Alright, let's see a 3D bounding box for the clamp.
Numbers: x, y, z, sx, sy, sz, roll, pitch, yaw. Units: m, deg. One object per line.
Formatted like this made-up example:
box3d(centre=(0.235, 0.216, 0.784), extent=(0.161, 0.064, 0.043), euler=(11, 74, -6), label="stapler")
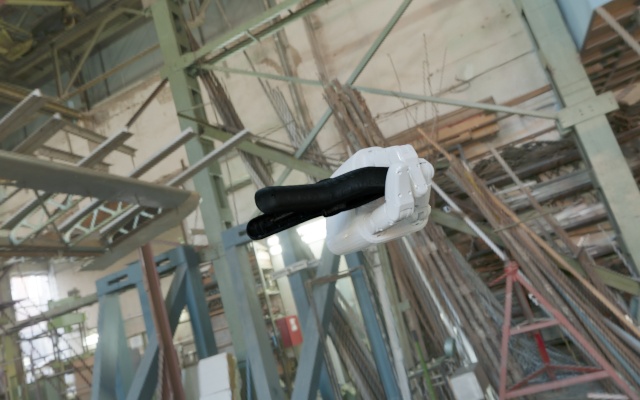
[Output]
box3d(centre=(0.000, 0.001, 0.500), extent=(0.171, 0.039, 0.120), euler=(-11, -10, -25), label="clamp")
